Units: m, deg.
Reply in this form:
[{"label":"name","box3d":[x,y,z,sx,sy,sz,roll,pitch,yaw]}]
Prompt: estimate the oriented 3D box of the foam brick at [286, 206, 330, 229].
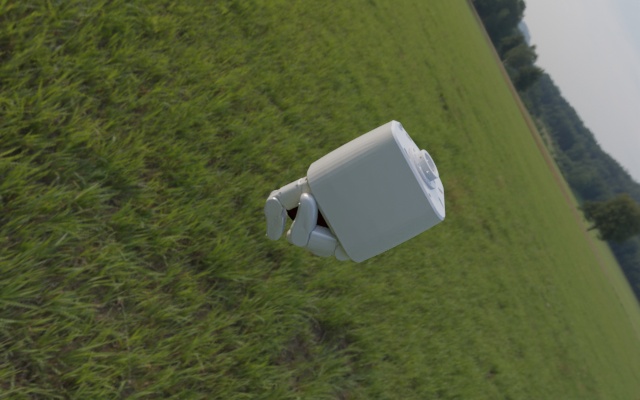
[{"label":"foam brick","box3d":[0.000,0.002,0.577,0.051,0.053,0.078,-30,18,25]}]
